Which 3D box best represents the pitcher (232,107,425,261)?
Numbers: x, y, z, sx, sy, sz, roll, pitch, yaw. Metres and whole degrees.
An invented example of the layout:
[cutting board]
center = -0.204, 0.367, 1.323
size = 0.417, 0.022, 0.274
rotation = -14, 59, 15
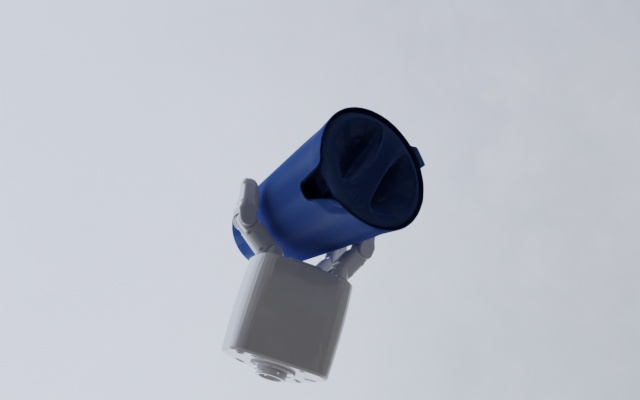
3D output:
[pitcher]
center = 0.000, 0.002, 0.568
size = 0.149, 0.145, 0.243
rotation = 30, -34, -23
